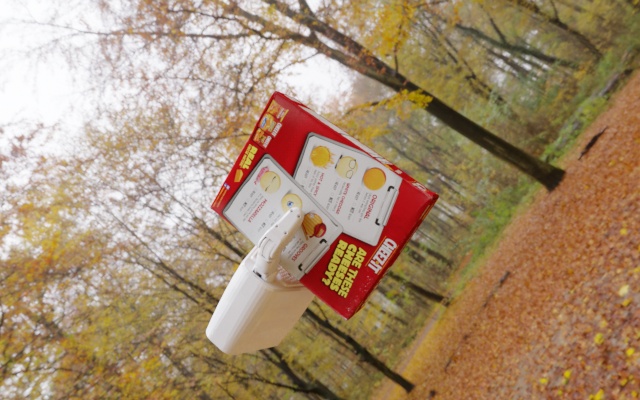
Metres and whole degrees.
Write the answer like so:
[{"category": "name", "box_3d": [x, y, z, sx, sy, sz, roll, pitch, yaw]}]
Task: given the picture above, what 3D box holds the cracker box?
[{"category": "cracker box", "box_3d": [0.000, 0.002, 0.550, 0.213, 0.164, 0.072, 36, 16, 16]}]
